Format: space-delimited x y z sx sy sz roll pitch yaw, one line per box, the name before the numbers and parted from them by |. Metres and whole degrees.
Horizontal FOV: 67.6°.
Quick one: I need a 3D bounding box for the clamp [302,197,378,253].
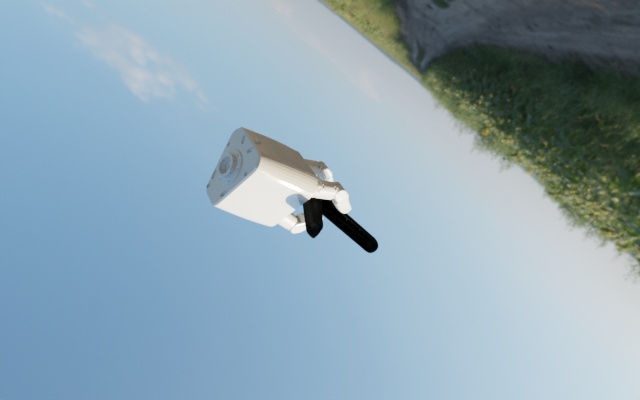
clamp | -0.001 0.003 0.756 0.164 0.036 0.210 26 22 -45
